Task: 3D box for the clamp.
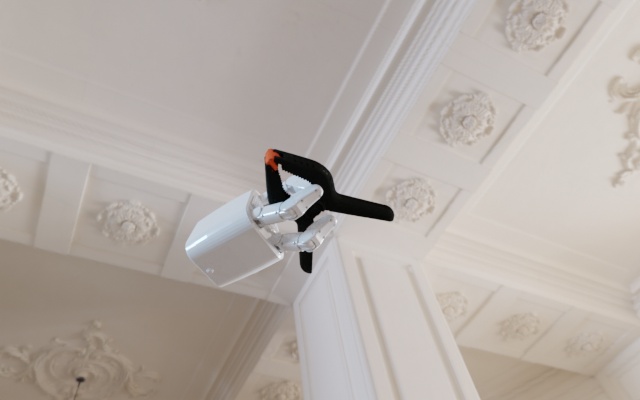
[{"bbox_3d":[-0.001,0.001,0.671,0.164,0.210,0.036,-29,34,7],"label":"clamp"}]
